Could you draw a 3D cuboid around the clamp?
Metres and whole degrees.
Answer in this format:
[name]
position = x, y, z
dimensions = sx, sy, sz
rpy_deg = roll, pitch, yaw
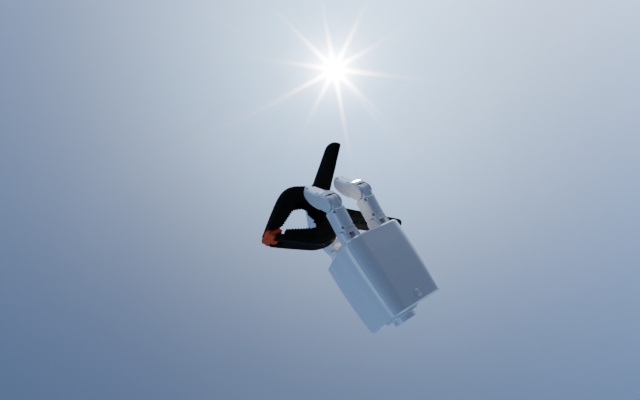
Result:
[clamp]
position = -0.001, 0.003, 0.660
dimensions = 0.210, 0.164, 0.036
rpy_deg = -20, -20, -37
